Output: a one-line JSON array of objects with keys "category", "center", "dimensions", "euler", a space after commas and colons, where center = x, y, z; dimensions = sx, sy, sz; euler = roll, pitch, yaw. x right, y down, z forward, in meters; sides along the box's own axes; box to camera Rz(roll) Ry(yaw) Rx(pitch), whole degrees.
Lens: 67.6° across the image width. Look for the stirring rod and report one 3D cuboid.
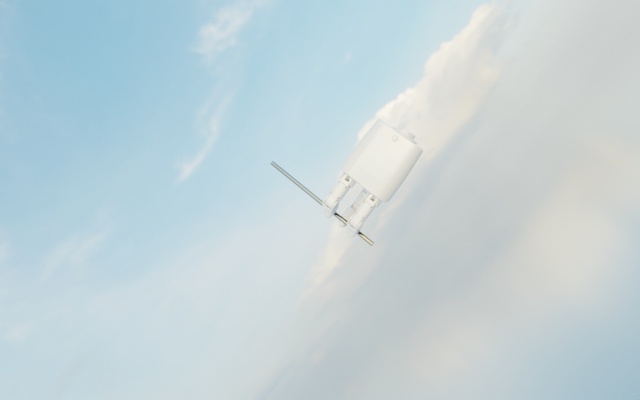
[{"category": "stirring rod", "center": [0.000, 0.003, 0.859], "dimensions": [0.239, 0.011, 0.011], "euler": [39, 11, 14]}]
